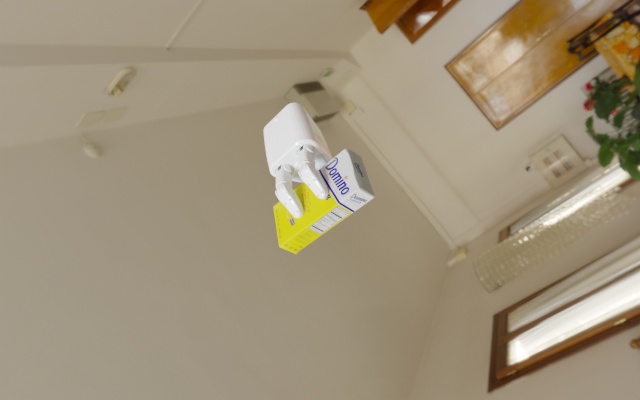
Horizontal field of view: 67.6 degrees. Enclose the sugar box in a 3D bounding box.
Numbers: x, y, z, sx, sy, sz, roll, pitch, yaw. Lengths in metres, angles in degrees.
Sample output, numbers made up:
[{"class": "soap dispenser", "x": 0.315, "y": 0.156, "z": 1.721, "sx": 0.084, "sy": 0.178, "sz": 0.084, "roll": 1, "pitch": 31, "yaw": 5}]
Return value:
[{"class": "sugar box", "x": 0.000, "y": 0.002, "z": 0.779, "sx": 0.048, "sy": 0.093, "sz": 0.176, "roll": 27, "pitch": -55, "yaw": -38}]
